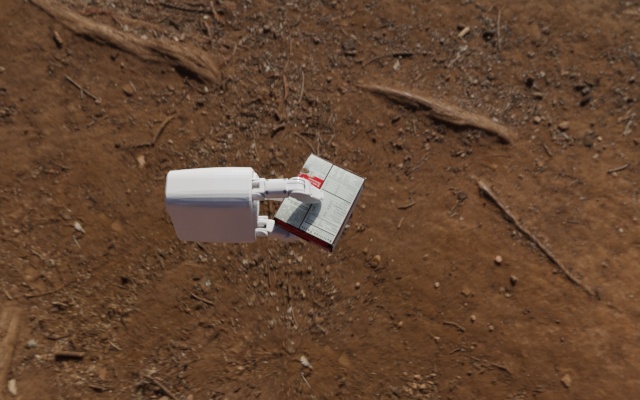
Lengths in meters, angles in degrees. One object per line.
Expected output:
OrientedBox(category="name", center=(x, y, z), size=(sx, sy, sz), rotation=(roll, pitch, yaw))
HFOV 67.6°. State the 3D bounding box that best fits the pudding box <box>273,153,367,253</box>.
OrientedBox(category="pudding box", center=(0.000, 0.002, 0.656), size=(0.090, 0.113, 0.039), rotation=(26, -18, 6))
